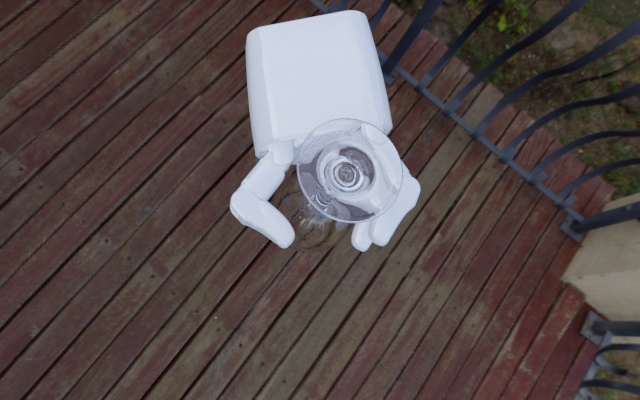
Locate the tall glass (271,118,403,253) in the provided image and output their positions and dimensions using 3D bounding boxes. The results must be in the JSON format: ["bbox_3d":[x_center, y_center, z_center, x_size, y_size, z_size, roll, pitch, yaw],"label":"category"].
[{"bbox_3d":[0.000,0.001,0.415,0.079,0.079,0.201,0,-14,-12],"label":"tall glass"}]
